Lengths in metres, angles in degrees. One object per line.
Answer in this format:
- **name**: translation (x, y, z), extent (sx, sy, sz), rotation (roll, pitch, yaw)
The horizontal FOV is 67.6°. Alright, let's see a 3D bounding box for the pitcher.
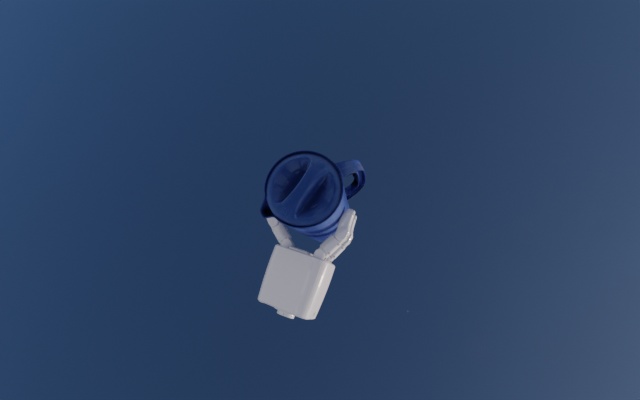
- **pitcher**: translation (0.000, 0.003, 0.889), extent (0.149, 0.145, 0.243), rotation (15, -10, 13)
